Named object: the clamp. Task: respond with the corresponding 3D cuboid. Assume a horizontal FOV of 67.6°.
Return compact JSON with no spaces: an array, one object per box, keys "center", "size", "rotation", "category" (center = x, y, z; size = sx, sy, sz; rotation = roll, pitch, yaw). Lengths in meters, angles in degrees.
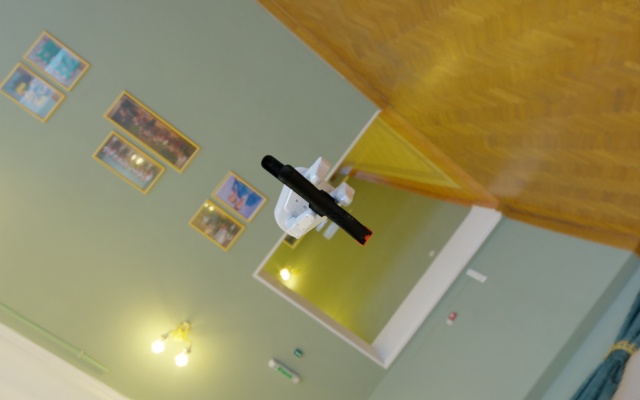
[{"center":[0.000,0.003,0.730],"size":[0.210,0.036,0.164],"rotation":[38,-1,-12],"category":"clamp"}]
